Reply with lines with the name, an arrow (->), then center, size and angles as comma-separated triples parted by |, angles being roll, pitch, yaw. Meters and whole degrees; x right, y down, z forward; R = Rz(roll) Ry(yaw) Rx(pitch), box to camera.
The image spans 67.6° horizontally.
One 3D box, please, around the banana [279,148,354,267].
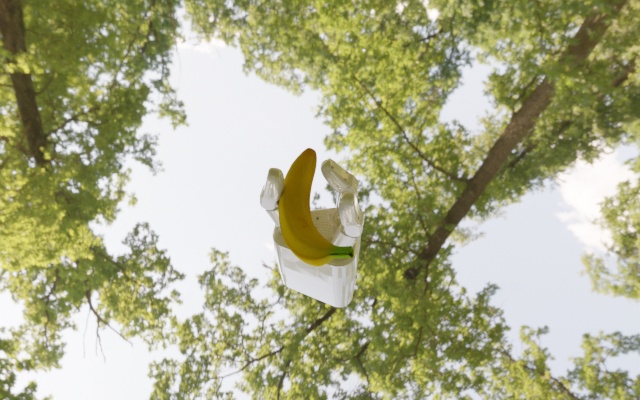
banana -> -0.017, 0.010, 0.555 | 0.069, 0.037, 0.197 | -20, 43, 1
